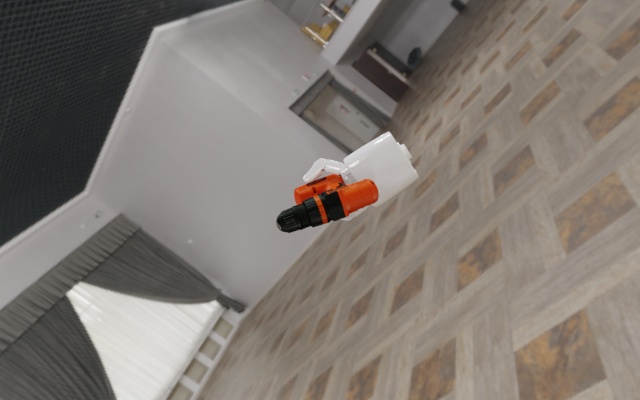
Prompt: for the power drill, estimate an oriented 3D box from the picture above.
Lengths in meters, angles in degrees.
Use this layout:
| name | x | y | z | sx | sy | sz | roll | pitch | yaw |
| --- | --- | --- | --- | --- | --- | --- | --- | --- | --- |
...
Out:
| name | x | y | z | sx | sy | sz | roll | pitch | yaw |
| --- | --- | --- | --- | --- | --- | --- | --- | --- | --- |
| power drill | 0.000 | 0.003 | 0.886 | 0.184 | 0.057 | 0.187 | -18 | 12 | -7 |
